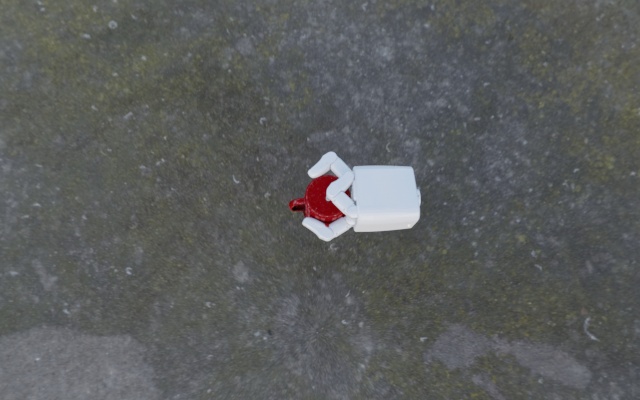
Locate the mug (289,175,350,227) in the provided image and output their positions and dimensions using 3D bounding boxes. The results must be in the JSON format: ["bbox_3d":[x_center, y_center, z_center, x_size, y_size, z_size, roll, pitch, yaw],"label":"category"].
[{"bbox_3d":[-0.001,0.003,0.880,0.117,0.093,0.081,-3,-15,-2],"label":"mug"}]
